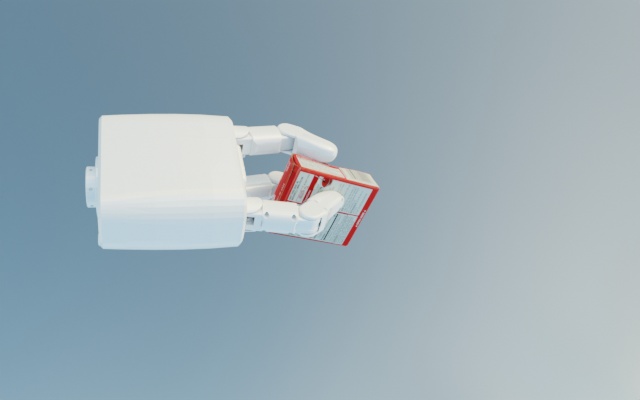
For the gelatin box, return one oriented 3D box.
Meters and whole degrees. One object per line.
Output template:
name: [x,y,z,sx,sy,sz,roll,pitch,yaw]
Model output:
gelatin box: [0.001,0.002,0.454,0.089,0.073,0.030,13,29,-26]
